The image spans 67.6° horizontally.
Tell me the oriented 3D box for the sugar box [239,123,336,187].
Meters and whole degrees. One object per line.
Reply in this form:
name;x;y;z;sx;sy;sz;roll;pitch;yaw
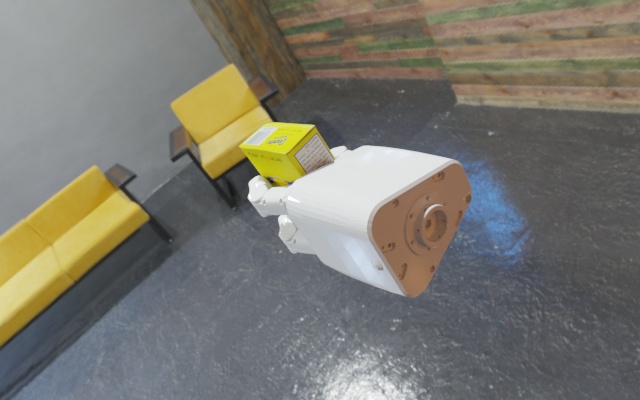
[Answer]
sugar box;0.000;0.002;0.489;0.048;0.176;0.093;-45;31;-20
